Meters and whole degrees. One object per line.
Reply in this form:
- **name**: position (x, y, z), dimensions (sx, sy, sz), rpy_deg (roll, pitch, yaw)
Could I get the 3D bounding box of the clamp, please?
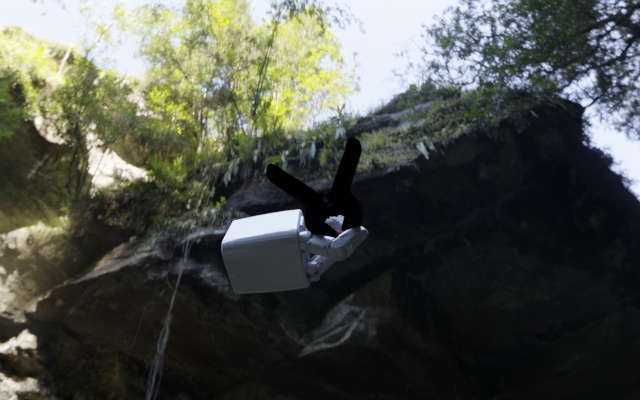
- **clamp**: position (0.000, 0.002, 0.623), dimensions (0.120, 0.172, 0.039), rpy_deg (-7, 35, 3)
